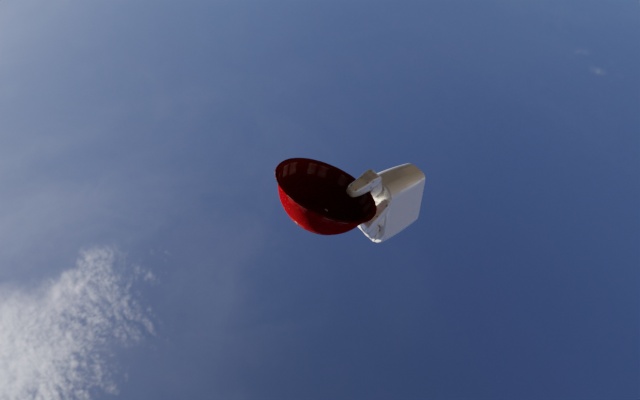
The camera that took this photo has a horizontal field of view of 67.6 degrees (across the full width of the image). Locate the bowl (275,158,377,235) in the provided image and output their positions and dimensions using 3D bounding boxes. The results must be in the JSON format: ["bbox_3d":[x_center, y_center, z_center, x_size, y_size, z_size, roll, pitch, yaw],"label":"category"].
[{"bbox_3d":[-0.001,0.003,0.715,0.162,0.055,0.162,19,30,-11],"label":"bowl"}]
